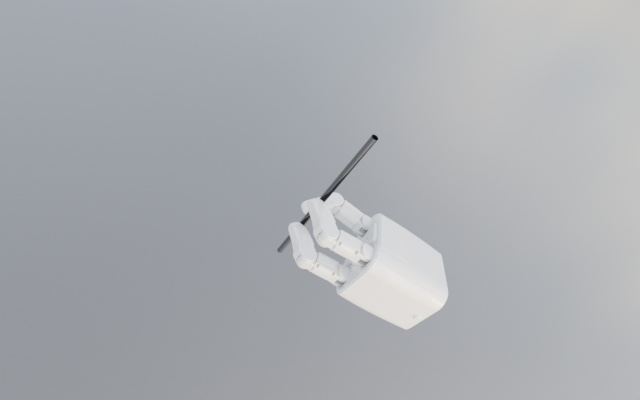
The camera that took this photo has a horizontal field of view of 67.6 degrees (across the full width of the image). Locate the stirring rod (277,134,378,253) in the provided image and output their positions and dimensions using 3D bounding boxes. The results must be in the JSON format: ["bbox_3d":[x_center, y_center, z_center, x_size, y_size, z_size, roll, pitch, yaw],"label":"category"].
[{"bbox_3d":[0.000,0.002,0.574,0.011,0.011,0.240,0,-34,-34],"label":"stirring rod"}]
